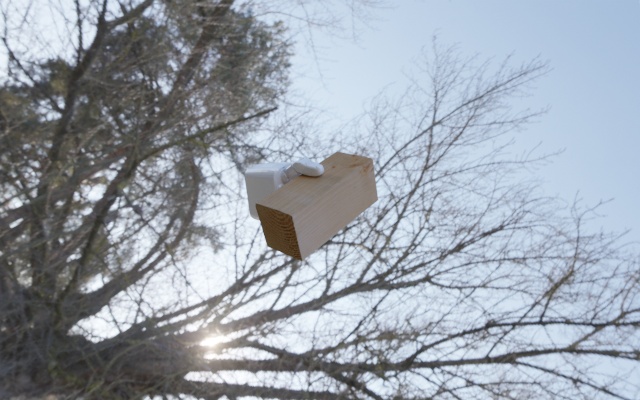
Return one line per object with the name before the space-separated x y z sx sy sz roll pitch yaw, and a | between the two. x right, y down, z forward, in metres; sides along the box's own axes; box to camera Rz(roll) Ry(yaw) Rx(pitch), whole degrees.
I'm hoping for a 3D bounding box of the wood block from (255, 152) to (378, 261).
wood block | 0.000 0.002 0.828 0.090 0.091 0.206 17 40 40
